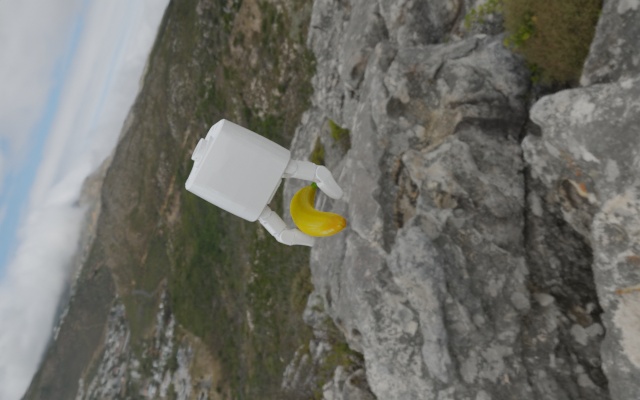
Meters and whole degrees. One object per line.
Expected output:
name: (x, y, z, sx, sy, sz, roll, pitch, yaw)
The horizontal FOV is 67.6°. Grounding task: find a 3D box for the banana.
banana: (-0.012, 0.015, 0.715, 0.037, 0.069, 0.197, 35, 10, -22)
